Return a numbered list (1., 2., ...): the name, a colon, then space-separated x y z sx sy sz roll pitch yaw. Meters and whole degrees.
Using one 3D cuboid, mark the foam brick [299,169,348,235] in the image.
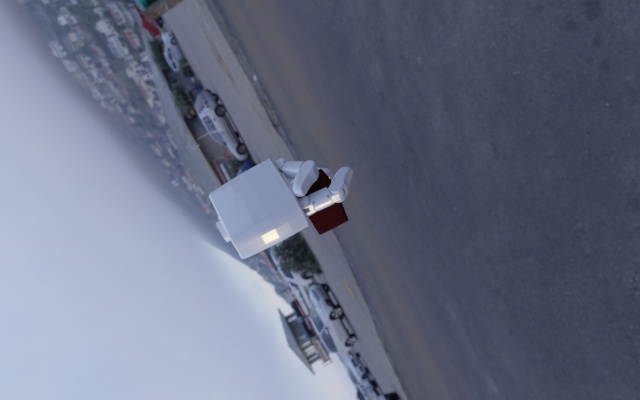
1. foam brick: 0.000 0.003 0.725 0.051 0.078 0.053 -29 40 -7
